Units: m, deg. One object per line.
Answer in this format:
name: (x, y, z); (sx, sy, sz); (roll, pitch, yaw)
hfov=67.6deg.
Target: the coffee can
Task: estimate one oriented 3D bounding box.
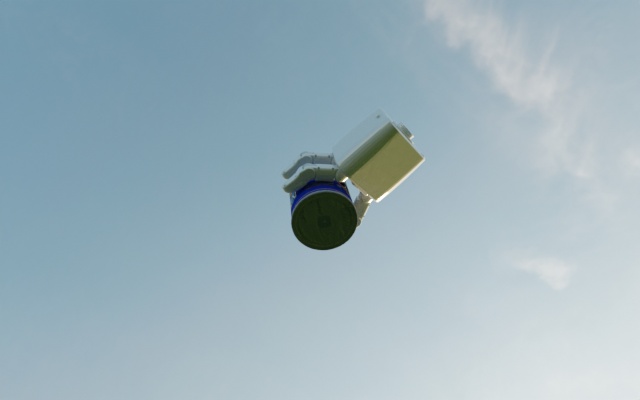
coffee can: (0.000, 0.003, 0.788); (0.103, 0.103, 0.140); (0, 26, -6)
